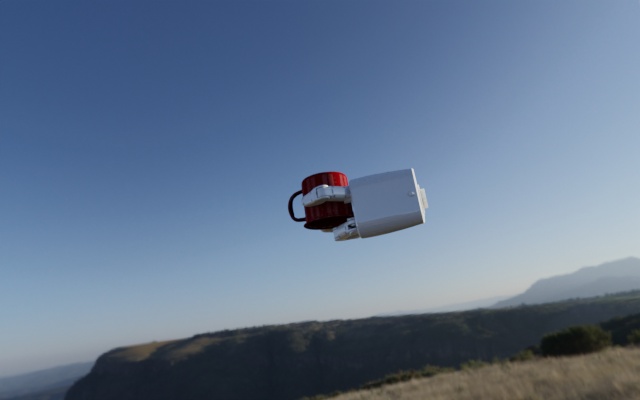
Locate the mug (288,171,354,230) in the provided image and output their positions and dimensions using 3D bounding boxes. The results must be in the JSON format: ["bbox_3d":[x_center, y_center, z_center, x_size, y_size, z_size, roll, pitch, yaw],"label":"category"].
[{"bbox_3d":[-0.001,0.003,0.828,0.117,0.081,0.093,-12,-16,12],"label":"mug"}]
